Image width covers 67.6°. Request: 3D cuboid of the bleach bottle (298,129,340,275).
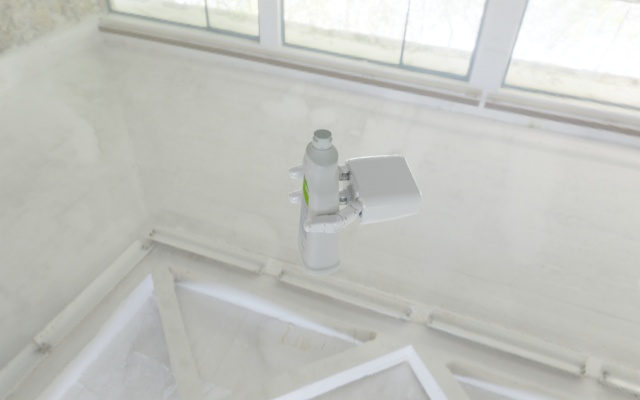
[{"bbox_3d":[0.000,0.003,0.791,0.068,0.251,0.102,-8,40,-13],"label":"bleach bottle"}]
